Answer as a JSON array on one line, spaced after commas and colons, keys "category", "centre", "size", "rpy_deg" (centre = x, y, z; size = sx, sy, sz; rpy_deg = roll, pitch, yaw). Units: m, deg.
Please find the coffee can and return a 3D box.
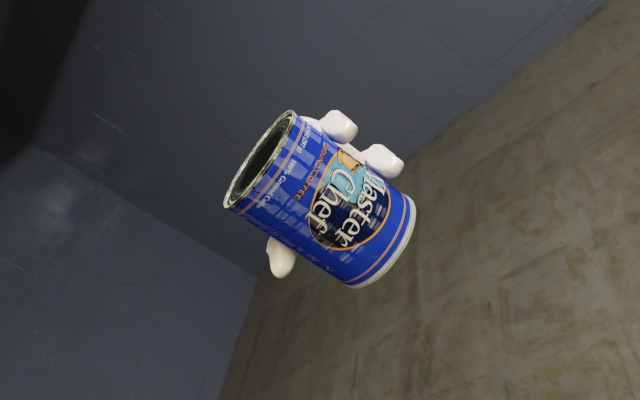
[{"category": "coffee can", "centre": [0.000, 0.002, 0.431], "size": [0.140, 0.103, 0.103], "rpy_deg": [35, -13, -18]}]
